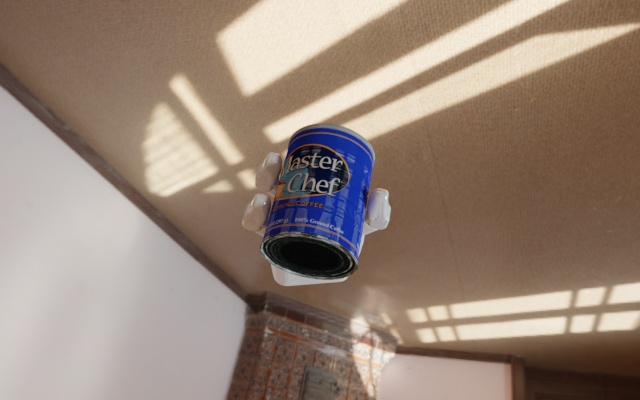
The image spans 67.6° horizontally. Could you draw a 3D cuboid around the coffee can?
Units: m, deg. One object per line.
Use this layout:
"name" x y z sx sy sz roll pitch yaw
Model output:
"coffee can" 0.000 0.002 0.524 0.103 0.140 0.103 9 -31 6
